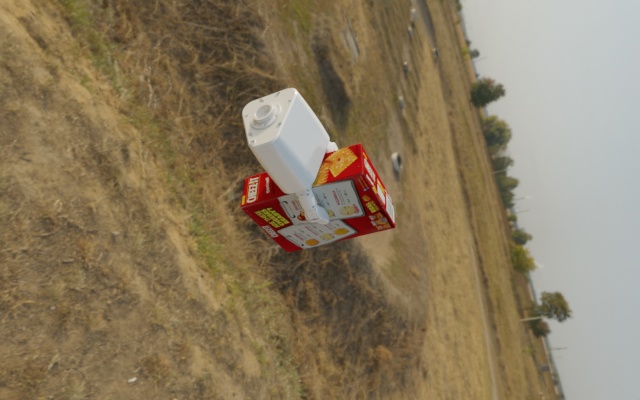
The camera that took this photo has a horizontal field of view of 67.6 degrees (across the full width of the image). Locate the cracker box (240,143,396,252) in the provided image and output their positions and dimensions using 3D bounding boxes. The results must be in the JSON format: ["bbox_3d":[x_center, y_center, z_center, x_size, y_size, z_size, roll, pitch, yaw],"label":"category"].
[{"bbox_3d":[0.000,0.003,0.809,0.214,0.072,0.164,-15,-39,21],"label":"cracker box"}]
